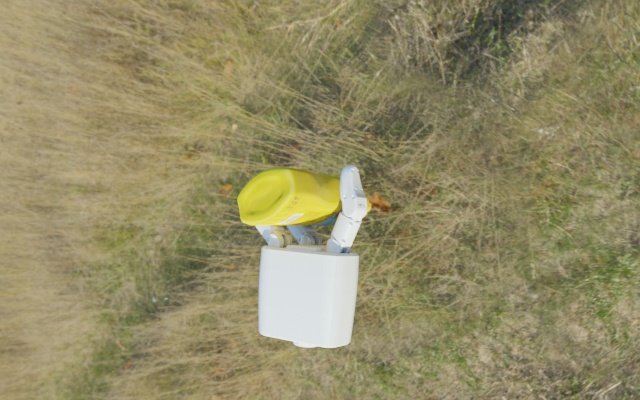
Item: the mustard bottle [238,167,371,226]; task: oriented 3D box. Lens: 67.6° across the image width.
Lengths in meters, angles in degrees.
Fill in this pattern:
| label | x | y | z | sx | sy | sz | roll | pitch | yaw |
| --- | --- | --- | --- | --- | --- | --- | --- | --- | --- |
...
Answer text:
| label | x | y | z | sx | sy | sz | roll | pitch | yaw |
| --- | --- | --- | --- | --- | --- | --- | --- | --- | --- |
| mustard bottle | 0.000 | 0.002 | 0.590 | 0.096 | 0.058 | 0.191 | -28 | -22 | 37 |
